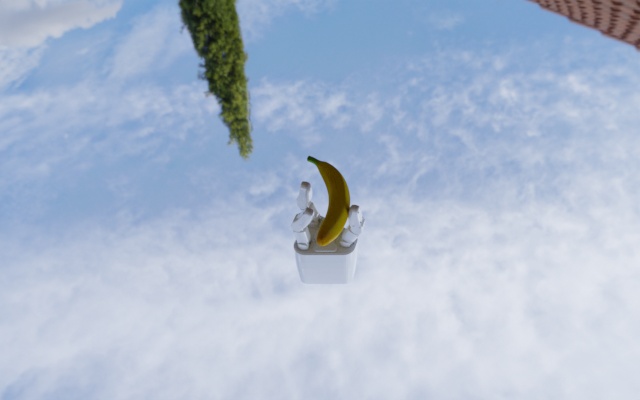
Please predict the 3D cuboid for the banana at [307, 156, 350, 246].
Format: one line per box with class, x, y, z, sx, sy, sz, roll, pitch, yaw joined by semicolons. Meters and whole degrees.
banana;0.018;-0.001;0.826;0.069;0.197;0.037;-3;-42;-6
